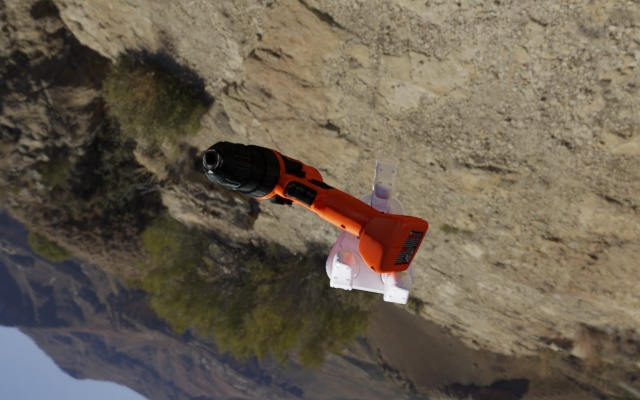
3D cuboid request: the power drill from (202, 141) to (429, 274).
[{"bbox_3d":[0.001,0.002,0.462,0.187,0.057,0.184,30,10,26],"label":"power drill"}]
